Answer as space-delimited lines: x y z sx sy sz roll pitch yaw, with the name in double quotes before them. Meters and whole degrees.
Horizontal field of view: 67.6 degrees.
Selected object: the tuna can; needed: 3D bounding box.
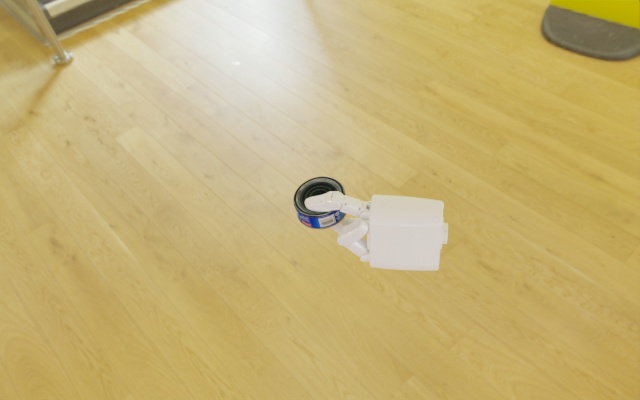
"tuna can" 0.000 0.002 0.765 0.086 0.086 0.034 0 -39 13
